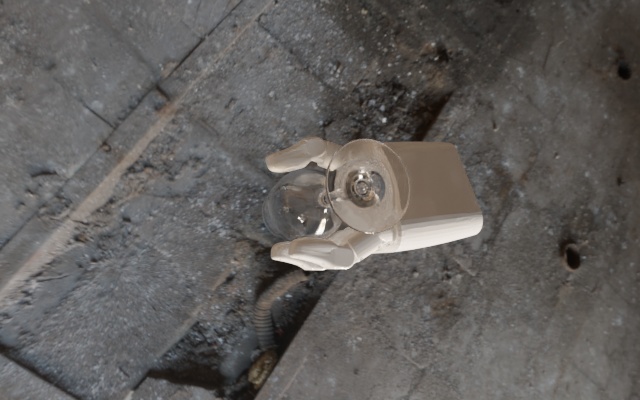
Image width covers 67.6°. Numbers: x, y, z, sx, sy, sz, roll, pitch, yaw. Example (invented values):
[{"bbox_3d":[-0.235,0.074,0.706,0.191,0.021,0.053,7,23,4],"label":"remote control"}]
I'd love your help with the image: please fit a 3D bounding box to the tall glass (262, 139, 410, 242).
[{"bbox_3d":[0.000,0.001,0.458,0.079,0.079,0.201,0,-7,-23],"label":"tall glass"}]
